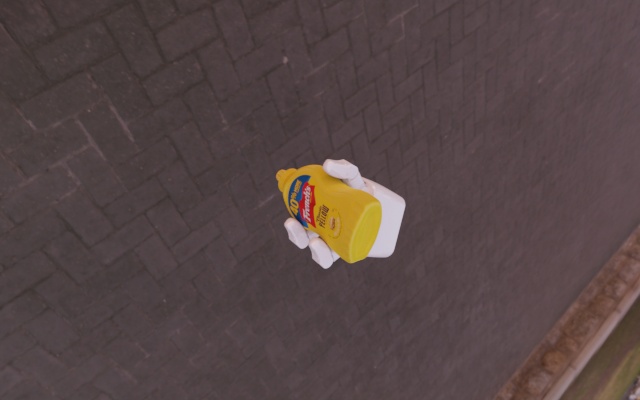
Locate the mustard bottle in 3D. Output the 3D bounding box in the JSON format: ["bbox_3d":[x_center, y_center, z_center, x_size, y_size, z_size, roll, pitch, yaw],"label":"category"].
[{"bbox_3d":[0.000,0.002,0.692,0.058,0.096,0.191,-15,37,-40],"label":"mustard bottle"}]
